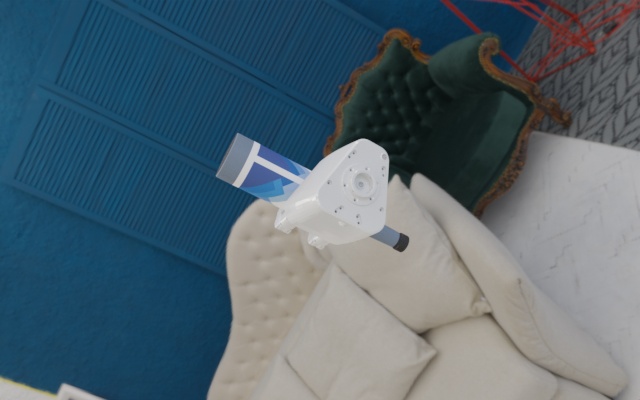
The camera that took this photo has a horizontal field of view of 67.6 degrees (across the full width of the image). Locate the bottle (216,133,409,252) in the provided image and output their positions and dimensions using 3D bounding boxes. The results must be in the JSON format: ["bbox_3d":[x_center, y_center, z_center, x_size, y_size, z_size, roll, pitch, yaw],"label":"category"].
[{"bbox_3d":[0.000,0.002,0.683,0.296,0.069,0.069,27,-8,-15],"label":"bottle"}]
